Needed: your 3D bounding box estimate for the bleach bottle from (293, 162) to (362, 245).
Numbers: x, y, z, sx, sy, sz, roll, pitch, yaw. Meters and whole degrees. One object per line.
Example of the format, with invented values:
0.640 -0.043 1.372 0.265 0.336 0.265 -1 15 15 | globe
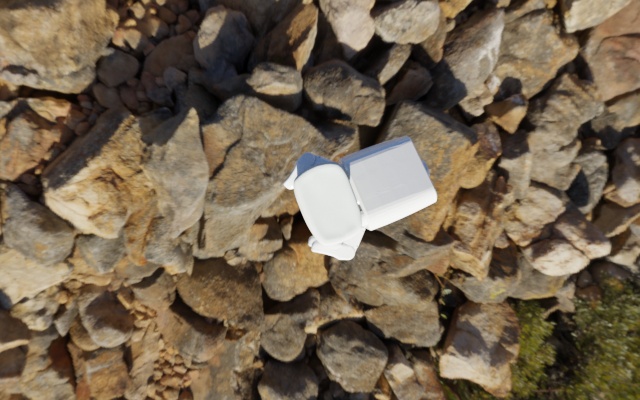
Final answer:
0.000 0.002 0.693 0.068 0.102 0.251 -22 3 -4 | bleach bottle
